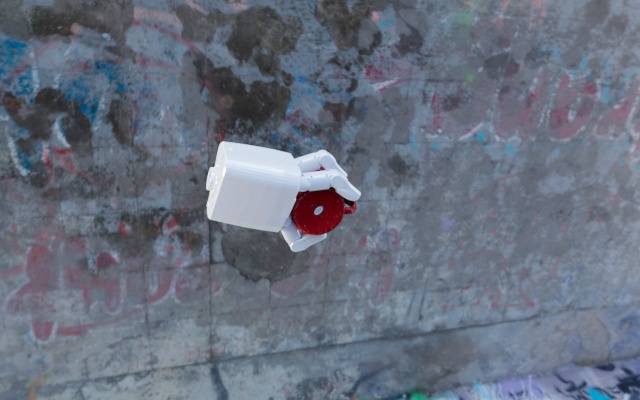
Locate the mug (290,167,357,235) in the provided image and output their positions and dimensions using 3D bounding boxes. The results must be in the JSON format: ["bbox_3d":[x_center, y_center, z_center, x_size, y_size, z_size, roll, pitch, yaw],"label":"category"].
[{"bbox_3d":[0.001,0.003,0.734,0.117,0.093,0.081,10,22,-20],"label":"mug"}]
